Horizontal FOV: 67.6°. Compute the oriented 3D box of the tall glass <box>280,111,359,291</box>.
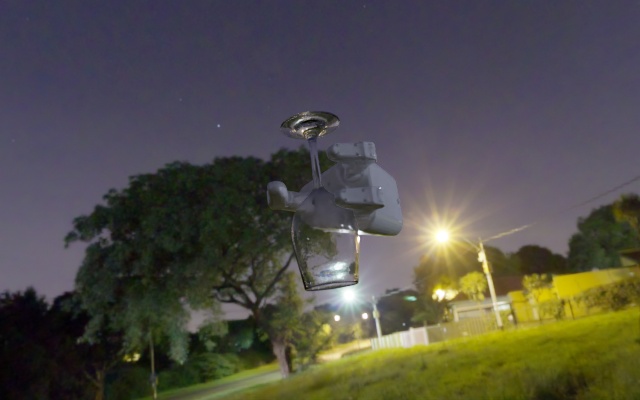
[{"bbox_3d":[0.000,0.001,0.562,0.079,0.201,0.079,-7,-16,-2],"label":"tall glass"}]
